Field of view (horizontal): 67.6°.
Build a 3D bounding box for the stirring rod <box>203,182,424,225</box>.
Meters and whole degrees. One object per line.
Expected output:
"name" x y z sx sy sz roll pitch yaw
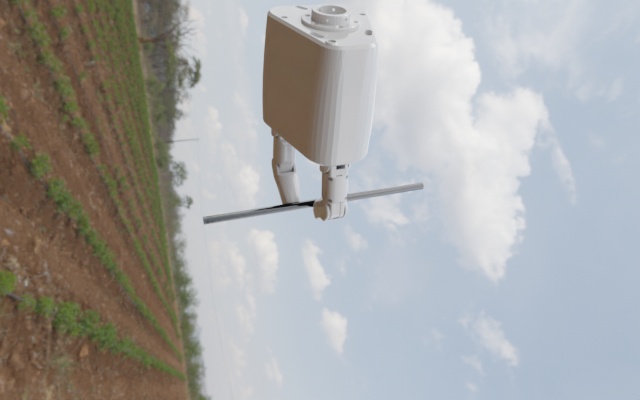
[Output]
"stirring rod" 0.000 0.002 0.498 0.239 0.011 0.011 -9 3 -17
